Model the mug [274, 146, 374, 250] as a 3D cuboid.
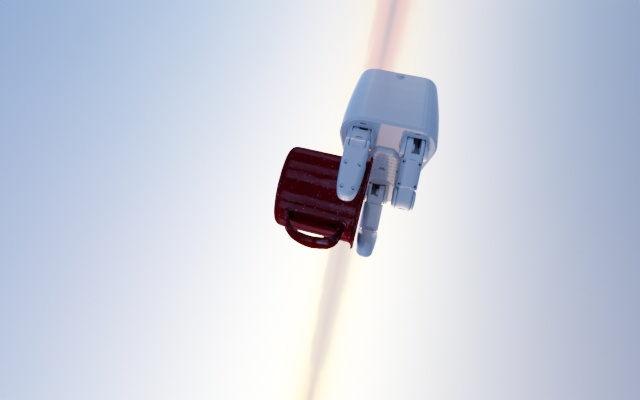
[{"bbox_3d":[0.000,0.003,0.464,0.081,0.093,0.117,13,45,5],"label":"mug"}]
